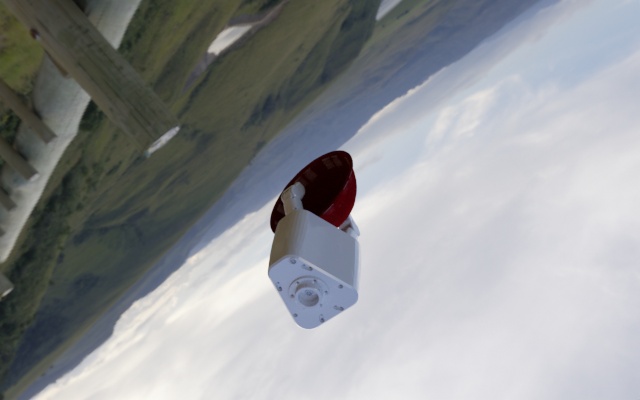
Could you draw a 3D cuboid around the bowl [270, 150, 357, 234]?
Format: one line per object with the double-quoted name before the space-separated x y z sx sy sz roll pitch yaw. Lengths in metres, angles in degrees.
"bowl" 0.001 0.002 0.716 0.055 0.162 0.162 43 -23 -27
